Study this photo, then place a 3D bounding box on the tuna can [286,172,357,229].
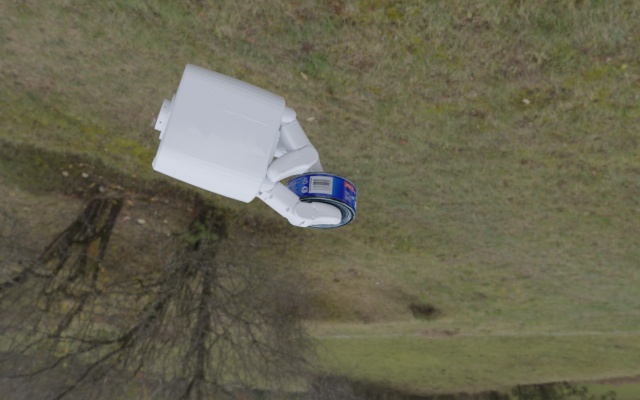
[{"bbox_3d":[0.000,0.002,0.562,0.086,0.033,0.086,3,-27,2],"label":"tuna can"}]
